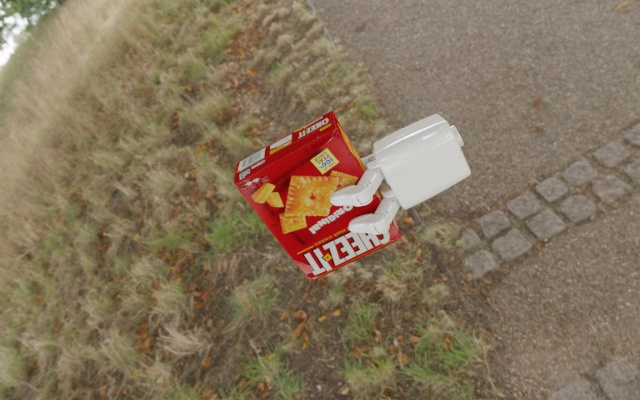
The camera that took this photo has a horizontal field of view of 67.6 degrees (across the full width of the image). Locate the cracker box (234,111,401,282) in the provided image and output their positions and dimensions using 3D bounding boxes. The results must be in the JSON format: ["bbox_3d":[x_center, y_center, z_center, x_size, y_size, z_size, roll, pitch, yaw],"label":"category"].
[{"bbox_3d":[0.000,0.002,0.703,0.164,0.214,0.072,-27,30,12],"label":"cracker box"}]
